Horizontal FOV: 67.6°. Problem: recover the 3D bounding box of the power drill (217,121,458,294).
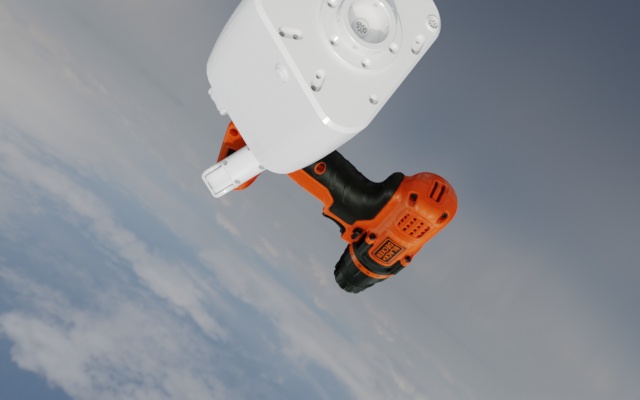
[{"bbox_3d":[0.000,0.001,0.420,0.187,0.057,0.184,31,-38,-2],"label":"power drill"}]
